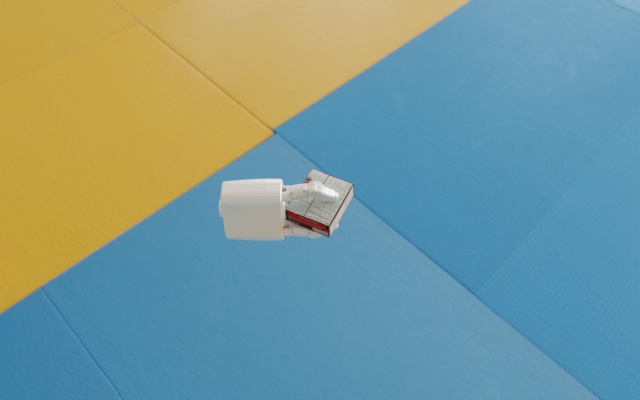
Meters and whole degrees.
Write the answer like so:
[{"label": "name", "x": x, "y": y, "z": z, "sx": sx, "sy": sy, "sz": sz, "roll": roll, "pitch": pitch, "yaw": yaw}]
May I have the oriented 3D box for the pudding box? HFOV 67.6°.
[{"label": "pudding box", "x": 0.000, "y": 0.003, "z": 0.872, "sx": 0.090, "sy": 0.113, "sz": 0.039, "roll": 22, "pitch": -33, "yaw": 16}]
